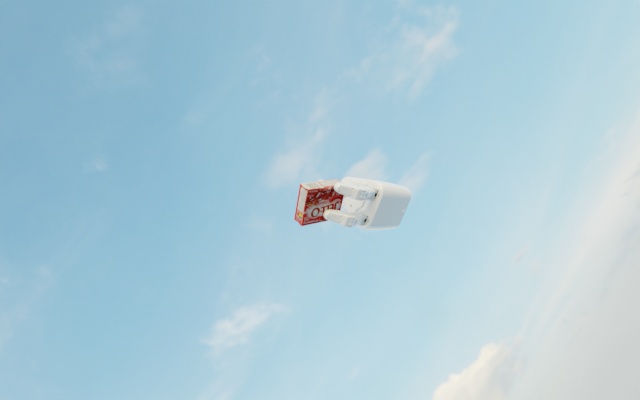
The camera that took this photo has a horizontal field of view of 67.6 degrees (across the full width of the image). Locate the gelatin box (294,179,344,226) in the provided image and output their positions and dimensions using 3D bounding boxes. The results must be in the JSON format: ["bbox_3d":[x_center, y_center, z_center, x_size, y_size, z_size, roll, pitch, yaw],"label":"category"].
[{"bbox_3d":[0.000,0.003,0.864,0.089,0.073,0.030,-9,32,-36],"label":"gelatin box"}]
